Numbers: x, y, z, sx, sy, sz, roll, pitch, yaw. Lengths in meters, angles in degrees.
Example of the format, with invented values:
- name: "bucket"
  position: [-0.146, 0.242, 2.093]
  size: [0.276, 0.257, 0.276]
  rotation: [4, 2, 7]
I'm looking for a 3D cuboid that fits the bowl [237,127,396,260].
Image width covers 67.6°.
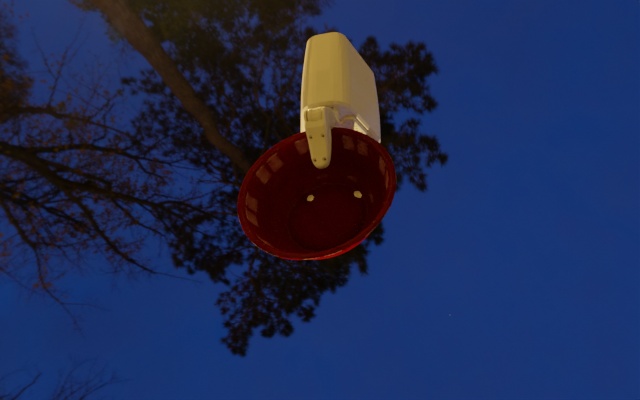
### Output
- name: "bowl"
  position: [0.000, 0.003, 0.489]
  size: [0.162, 0.162, 0.055]
  rotation: [0, -36, 18]
